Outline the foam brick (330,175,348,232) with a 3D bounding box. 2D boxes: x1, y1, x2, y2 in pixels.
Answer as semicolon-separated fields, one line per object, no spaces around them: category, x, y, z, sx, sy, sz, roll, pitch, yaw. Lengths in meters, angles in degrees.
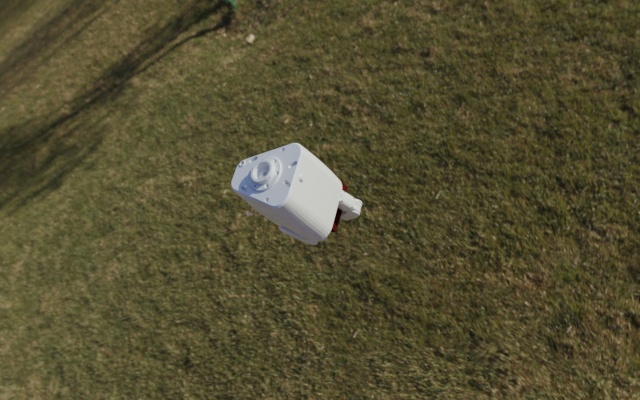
foam brick;0.000;0.002;0.716;0.053;0.078;0.051;2;-25;33
